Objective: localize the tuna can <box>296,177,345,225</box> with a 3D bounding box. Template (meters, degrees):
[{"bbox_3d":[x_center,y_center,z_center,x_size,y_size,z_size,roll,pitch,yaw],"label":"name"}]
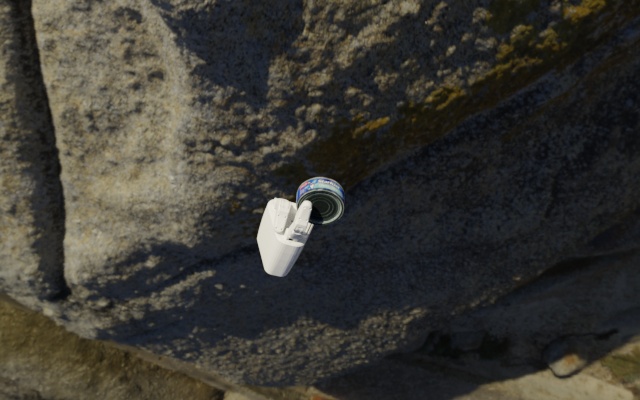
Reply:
[{"bbox_3d":[0.000,0.003,0.834,0.086,0.086,0.033,0,40,2],"label":"tuna can"}]
